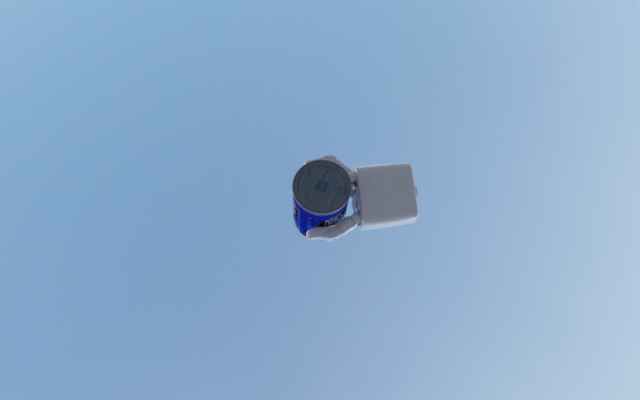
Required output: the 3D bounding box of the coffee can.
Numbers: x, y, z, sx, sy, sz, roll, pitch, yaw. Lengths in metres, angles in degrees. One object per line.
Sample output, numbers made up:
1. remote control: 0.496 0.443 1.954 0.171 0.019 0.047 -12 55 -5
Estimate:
1. coffee can: 0.000 0.003 0.882 0.103 0.102 0.140 0 -24 -2
